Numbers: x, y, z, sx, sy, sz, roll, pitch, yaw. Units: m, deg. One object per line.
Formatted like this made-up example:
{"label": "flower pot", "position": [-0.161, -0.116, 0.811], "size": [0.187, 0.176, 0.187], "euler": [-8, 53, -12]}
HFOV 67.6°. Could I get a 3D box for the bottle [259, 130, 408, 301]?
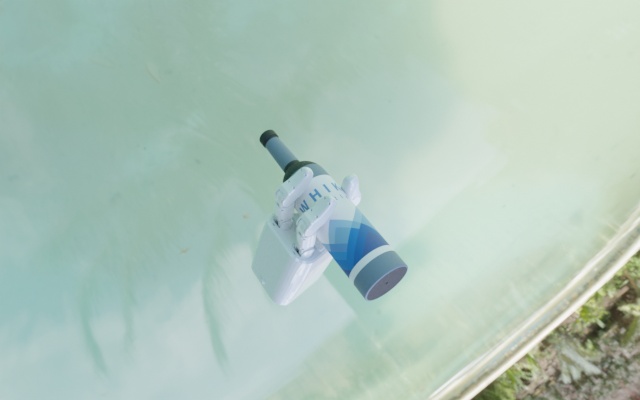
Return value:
{"label": "bottle", "position": [0.000, 0.002, 0.655], "size": [0.069, 0.069, 0.295], "euler": [0, 43, -49]}
